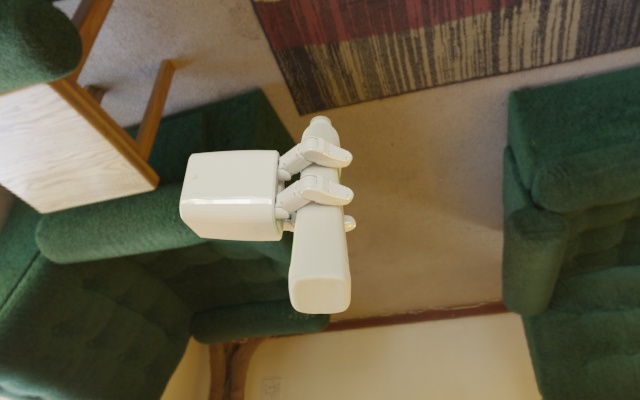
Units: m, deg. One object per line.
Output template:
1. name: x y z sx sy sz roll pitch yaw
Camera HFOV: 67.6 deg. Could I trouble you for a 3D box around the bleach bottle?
1. bleach bottle: 0.000 0.002 0.586 0.068 0.250 0.103 -1 -35 1
